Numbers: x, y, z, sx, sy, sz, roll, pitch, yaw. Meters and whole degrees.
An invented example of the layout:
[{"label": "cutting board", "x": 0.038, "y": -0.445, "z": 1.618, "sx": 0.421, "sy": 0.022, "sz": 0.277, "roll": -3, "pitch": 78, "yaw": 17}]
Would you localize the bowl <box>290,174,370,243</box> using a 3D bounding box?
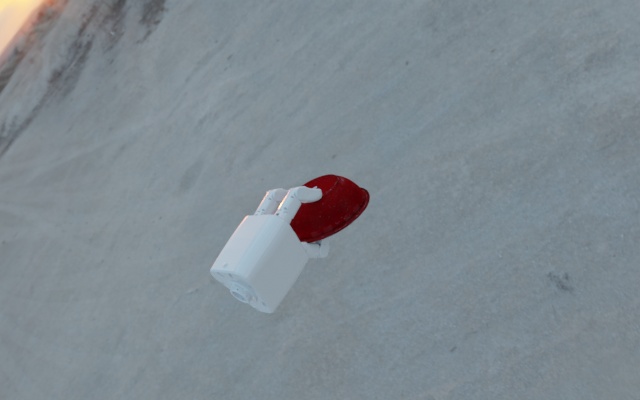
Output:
[{"label": "bowl", "x": 0.000, "y": 0.002, "z": 0.815, "sx": 0.162, "sy": 0.055, "sz": 0.162, "roll": -24, "pitch": 23, "yaw": 11}]
